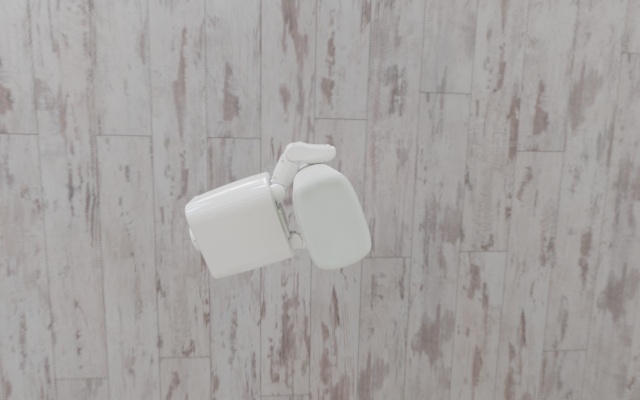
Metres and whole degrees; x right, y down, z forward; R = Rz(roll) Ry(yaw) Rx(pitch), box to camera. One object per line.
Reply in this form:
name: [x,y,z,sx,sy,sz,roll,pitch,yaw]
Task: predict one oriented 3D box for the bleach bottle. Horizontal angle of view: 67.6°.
bleach bottle: [0.000,0.002,0.606,0.068,0.102,0.251,-19,10,-2]
